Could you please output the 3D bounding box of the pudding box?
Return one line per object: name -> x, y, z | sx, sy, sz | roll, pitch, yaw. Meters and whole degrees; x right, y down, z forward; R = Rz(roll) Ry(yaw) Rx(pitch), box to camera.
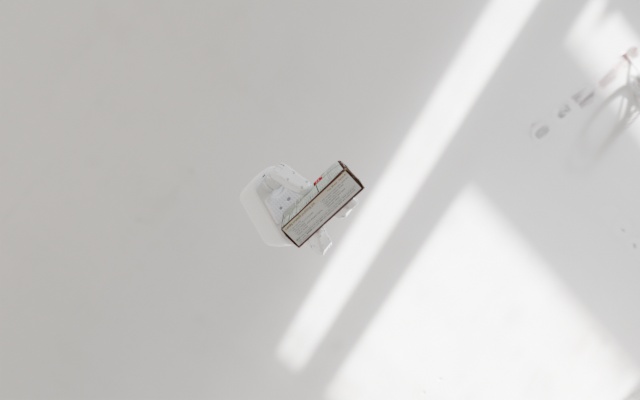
pudding box -> 0.000, 0.002, 0.617 | 0.039, 0.113, 0.090 | 44, 6, -11
